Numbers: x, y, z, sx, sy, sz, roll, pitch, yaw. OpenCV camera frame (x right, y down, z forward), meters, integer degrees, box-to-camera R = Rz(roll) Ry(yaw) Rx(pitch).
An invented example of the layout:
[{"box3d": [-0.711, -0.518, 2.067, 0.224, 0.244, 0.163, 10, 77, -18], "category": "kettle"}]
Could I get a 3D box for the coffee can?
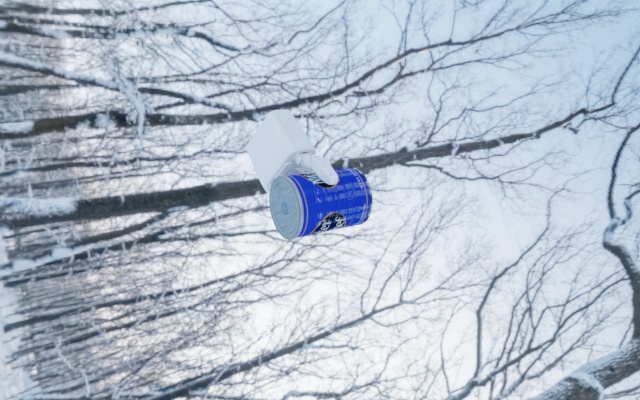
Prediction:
[{"box3d": [0.000, 0.003, 0.792, 0.140, 0.103, 0.103, -9, 5, -32], "category": "coffee can"}]
